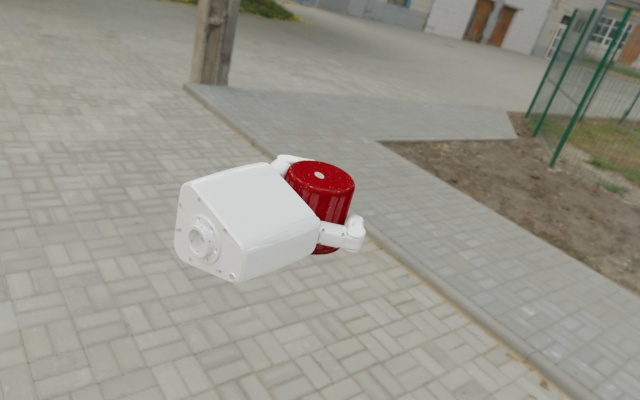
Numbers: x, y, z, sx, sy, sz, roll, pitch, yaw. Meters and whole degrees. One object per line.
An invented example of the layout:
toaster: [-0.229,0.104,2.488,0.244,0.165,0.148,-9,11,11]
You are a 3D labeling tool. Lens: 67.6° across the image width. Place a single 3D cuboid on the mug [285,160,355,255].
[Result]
mug: [0.001,0.001,0.576,0.093,0.081,0.117,31,31,28]
